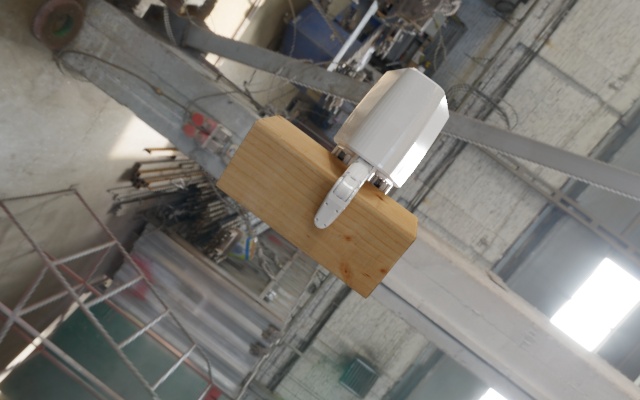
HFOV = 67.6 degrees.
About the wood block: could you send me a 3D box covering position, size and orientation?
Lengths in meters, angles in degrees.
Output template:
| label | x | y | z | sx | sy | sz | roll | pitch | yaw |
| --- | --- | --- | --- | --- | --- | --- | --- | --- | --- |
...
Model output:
| label | x | y | z | sx | sy | sz | roll | pitch | yaw |
| --- | --- | --- | --- | --- | --- | --- | --- | --- | --- |
| wood block | 0.000 | 0.002 | 0.543 | 0.206 | 0.090 | 0.091 | 37 | 18 | 2 |
